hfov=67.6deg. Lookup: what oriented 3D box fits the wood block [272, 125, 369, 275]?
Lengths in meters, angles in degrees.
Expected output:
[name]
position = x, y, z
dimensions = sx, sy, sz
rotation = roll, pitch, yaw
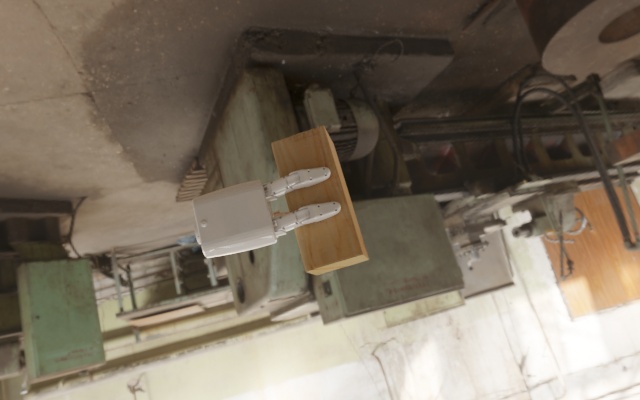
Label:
[wood block]
position = 0.000, 0.003, 0.745
dimensions = 0.090, 0.206, 0.091
rotation = -18, -15, 7
